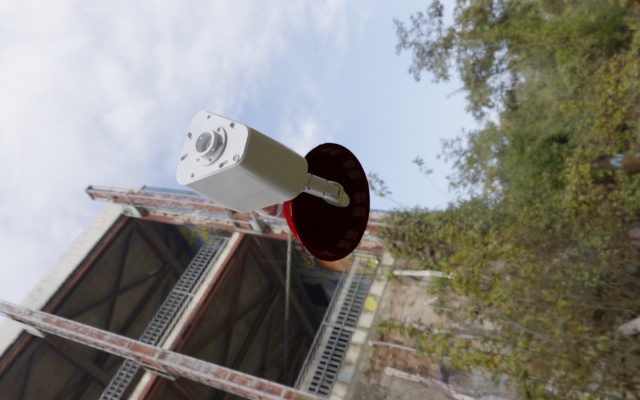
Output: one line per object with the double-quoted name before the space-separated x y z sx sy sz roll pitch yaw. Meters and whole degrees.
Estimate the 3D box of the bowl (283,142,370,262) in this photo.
"bowl" 0.001 0.003 0.666 0.055 0.162 0.162 0 0 44
